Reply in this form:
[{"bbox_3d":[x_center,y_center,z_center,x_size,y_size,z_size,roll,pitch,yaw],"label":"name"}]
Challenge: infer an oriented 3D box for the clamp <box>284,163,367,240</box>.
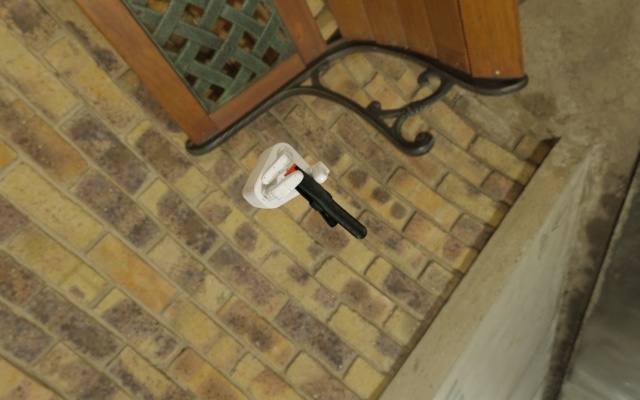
[{"bbox_3d":[0.000,0.003,0.835,0.171,0.039,0.120,46,-18,-15],"label":"clamp"}]
